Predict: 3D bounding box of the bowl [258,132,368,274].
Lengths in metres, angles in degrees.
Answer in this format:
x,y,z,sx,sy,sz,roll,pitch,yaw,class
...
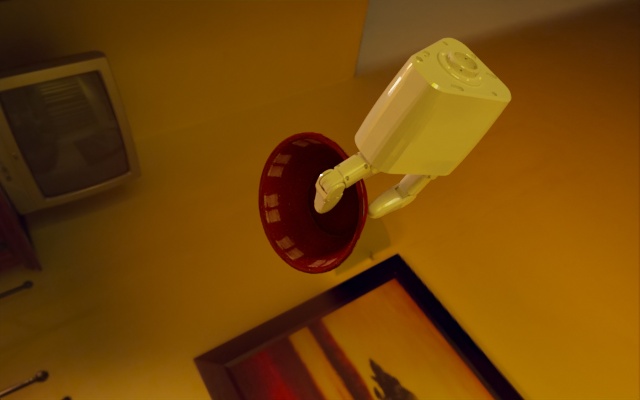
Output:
x,y,z,sx,sy,sz,roll,pitch,yaw,class
-0.001,0.002,0.562,0.162,0.162,0.055,0,4,40,bowl
